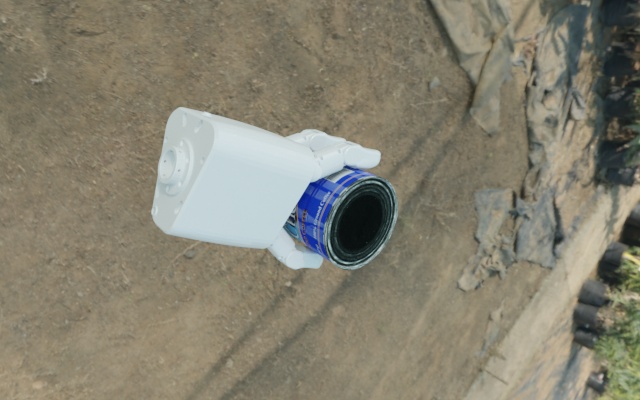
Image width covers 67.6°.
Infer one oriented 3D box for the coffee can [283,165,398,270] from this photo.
[{"bbox_3d":[0.000,0.002,0.534,0.103,0.103,0.140,0,19,-42],"label":"coffee can"}]
